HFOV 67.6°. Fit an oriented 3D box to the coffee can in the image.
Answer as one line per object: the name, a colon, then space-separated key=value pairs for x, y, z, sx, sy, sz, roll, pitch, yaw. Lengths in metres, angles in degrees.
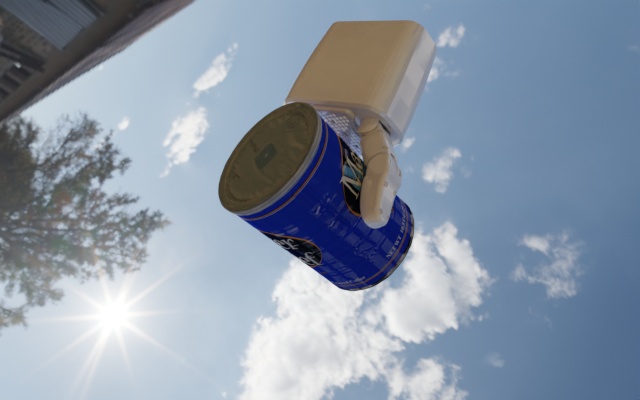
coffee can: x=0.000 y=0.001 z=0.405 sx=0.103 sy=0.102 sz=0.140 roll=0 pitch=-32 yaw=46
